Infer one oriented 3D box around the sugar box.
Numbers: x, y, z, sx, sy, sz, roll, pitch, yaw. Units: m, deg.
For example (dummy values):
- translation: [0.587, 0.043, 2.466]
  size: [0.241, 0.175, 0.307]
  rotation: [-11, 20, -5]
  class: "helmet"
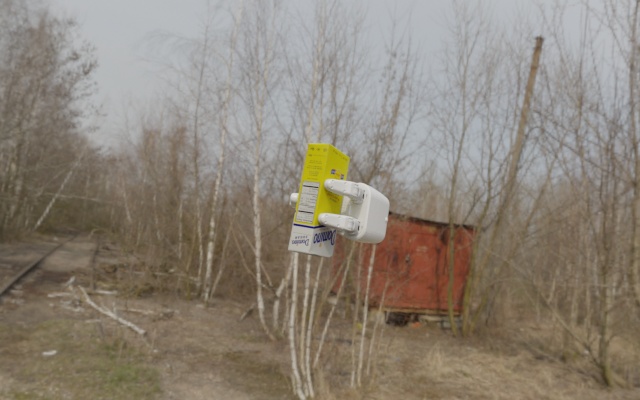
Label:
- translation: [0.001, 0.003, 0.780]
  size: [0.048, 0.176, 0.093]
  rotation: [5, -7, 26]
  class: "sugar box"
